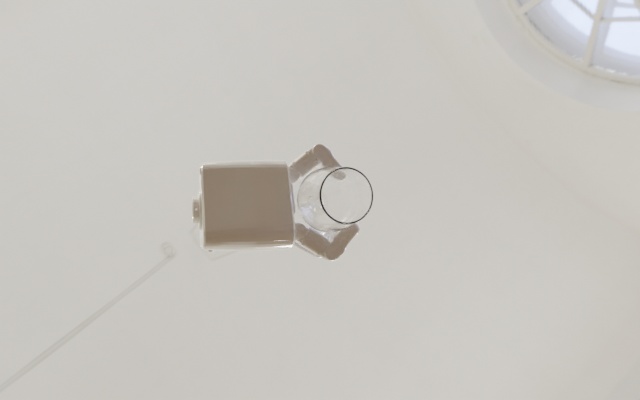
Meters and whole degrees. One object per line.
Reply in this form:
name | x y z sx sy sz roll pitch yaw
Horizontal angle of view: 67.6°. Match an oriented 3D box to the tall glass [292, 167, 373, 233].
tall glass | 0.000 0.002 0.606 0.079 0.079 0.201 0 -4 -17
